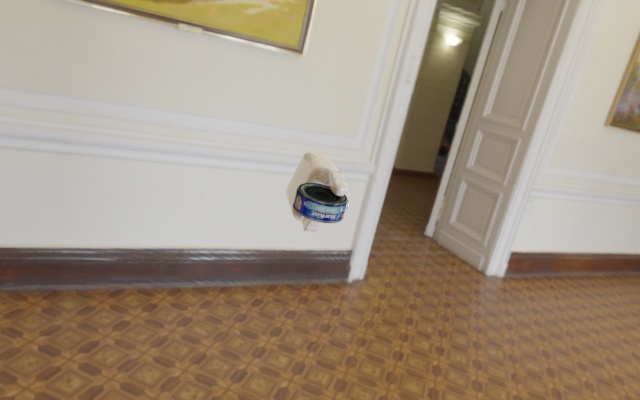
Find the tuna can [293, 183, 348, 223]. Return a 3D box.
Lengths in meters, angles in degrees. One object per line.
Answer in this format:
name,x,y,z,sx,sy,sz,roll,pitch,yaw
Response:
tuna can,0.000,0.002,0.777,0.086,0.034,0.086,13,22,-5
